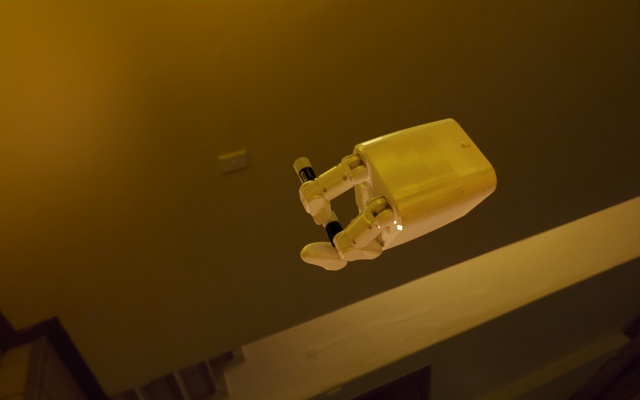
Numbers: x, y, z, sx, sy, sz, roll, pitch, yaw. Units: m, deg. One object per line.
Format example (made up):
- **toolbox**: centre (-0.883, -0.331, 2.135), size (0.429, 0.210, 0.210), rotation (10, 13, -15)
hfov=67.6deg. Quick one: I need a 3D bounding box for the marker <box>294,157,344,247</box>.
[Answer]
- **marker**: centre (0.000, 0.002, 0.524), size (0.020, 0.121, 0.020), rotation (-19, -33, -12)
